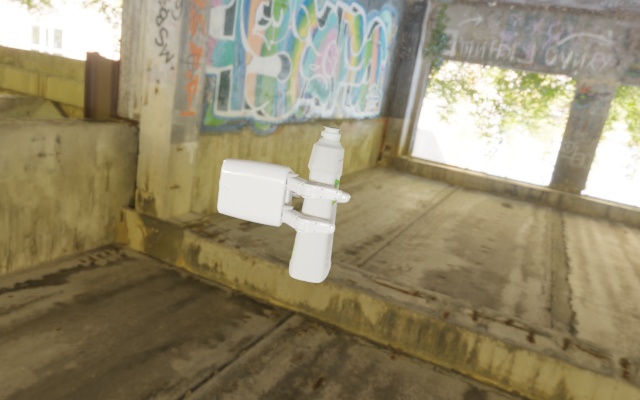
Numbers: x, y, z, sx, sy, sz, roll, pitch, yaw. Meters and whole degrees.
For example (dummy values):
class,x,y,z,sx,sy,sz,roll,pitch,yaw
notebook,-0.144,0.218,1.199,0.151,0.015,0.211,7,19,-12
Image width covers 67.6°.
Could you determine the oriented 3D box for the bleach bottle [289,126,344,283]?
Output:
class,x,y,z,sx,sy,sz,roll,pitch,yaw
bleach bottle,0.000,0.003,0.794,0.068,0.251,0.102,11,14,5
